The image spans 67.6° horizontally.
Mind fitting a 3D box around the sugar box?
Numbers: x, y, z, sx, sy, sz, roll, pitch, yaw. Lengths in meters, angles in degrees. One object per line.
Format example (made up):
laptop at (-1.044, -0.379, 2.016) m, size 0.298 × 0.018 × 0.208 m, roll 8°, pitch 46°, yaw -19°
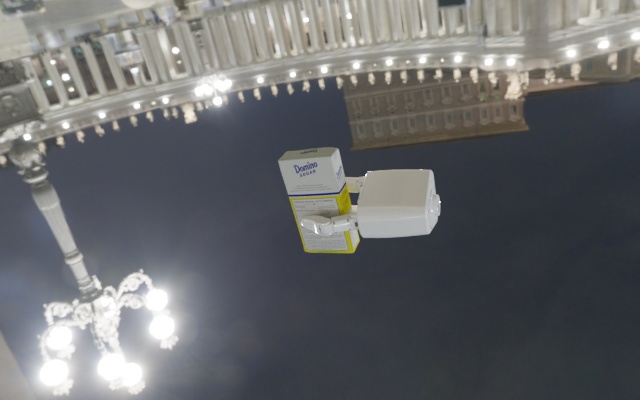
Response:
sugar box at (0.000, 0.002, 0.780) m, size 0.093 × 0.176 × 0.048 m, roll -2°, pitch 26°, yaw 23°
